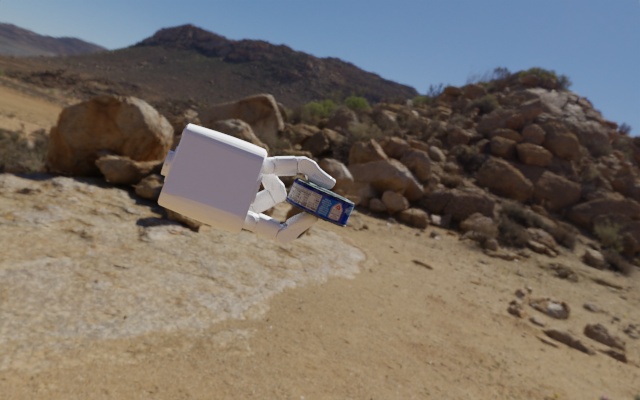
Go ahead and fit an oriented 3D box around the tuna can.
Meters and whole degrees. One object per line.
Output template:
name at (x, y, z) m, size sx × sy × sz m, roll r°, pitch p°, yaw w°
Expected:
tuna can at (0.000, 0.002, 0.621) m, size 0.086 × 0.034 × 0.086 m, roll 24°, pitch 4°, yaw -2°
